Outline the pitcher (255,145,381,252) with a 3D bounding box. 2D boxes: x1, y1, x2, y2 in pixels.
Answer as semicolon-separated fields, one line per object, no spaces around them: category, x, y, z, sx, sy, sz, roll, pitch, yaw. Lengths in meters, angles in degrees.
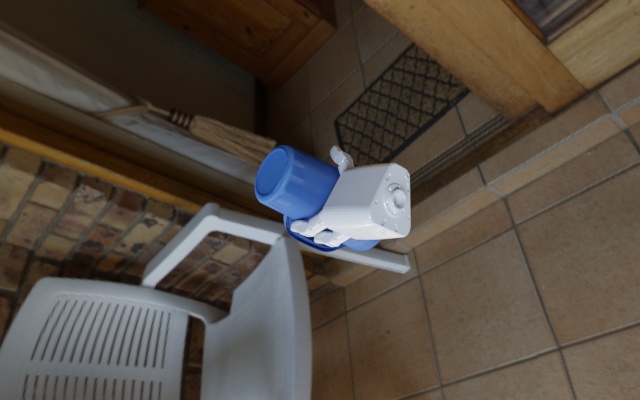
pitcher;0.000;0.003;0.869;0.243;0.149;0.145;25;-16;-35
